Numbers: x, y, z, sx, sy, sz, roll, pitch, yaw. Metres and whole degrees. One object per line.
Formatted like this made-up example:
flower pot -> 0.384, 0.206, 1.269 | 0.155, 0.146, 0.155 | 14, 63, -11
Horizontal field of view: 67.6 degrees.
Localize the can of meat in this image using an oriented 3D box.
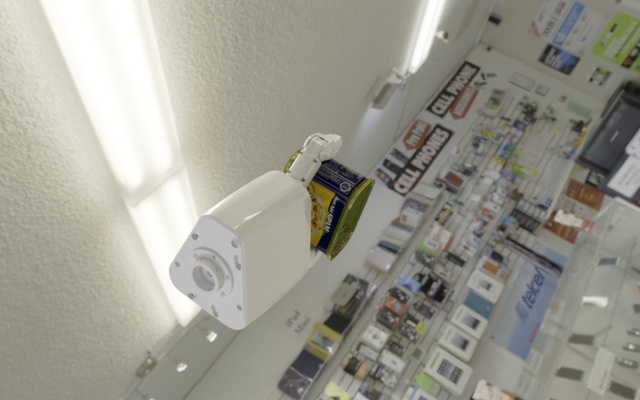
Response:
can of meat -> 0.000, 0.001, 0.523 | 0.084, 0.102, 0.057 | 31, 38, 15
